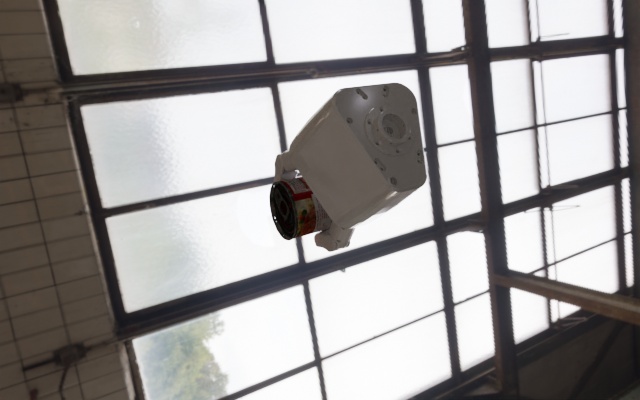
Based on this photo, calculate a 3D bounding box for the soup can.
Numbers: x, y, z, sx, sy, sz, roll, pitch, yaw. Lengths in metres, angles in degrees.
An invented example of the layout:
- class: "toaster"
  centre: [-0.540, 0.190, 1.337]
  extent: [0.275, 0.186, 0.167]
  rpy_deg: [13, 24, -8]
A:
- class: "soup can"
  centre: [0.000, 0.002, 0.558]
  extent: [0.102, 0.068, 0.068]
  rpy_deg: [-13, 6, -27]
